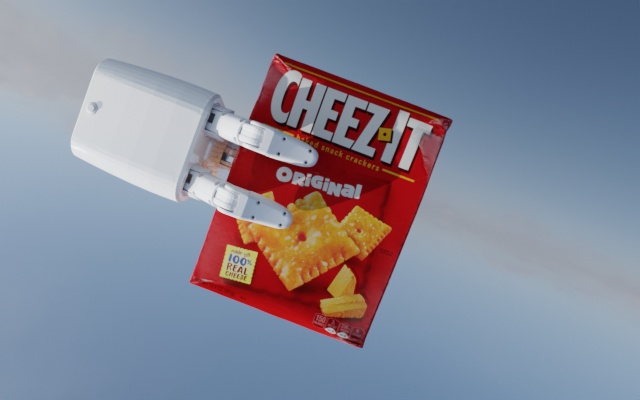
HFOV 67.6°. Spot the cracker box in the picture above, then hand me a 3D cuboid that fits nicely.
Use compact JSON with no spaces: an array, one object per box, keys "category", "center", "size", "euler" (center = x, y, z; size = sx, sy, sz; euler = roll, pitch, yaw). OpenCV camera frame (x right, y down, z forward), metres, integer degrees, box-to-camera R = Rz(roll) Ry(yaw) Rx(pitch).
[{"category":"cracker box","center":[0.000,0.002,0.431],"size":[0.164,0.214,0.072],"euler":[21,4,3]}]
